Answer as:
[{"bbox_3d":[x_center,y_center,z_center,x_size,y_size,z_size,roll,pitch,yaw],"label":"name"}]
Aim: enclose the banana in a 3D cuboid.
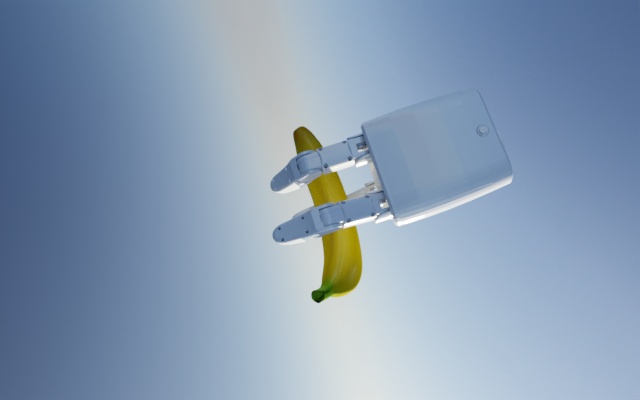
[{"bbox_3d":[0.009,0.013,0.463,0.037,0.197,0.070,-22,-38,16],"label":"banana"}]
